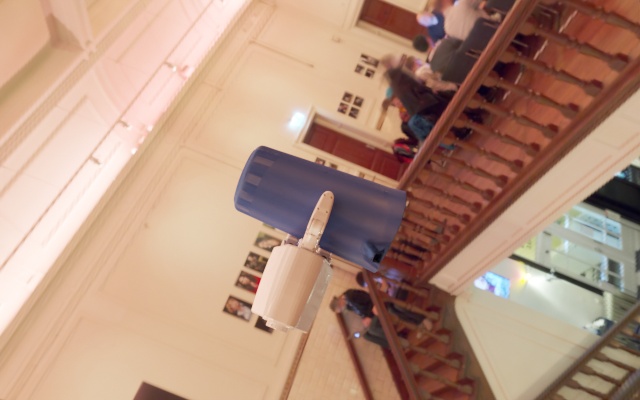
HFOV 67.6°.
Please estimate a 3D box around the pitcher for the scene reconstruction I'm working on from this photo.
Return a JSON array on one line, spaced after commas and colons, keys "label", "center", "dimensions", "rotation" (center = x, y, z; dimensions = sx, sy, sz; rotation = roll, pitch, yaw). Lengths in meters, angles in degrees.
[{"label": "pitcher", "center": [0.000, 0.003, 0.737], "dimensions": [0.243, 0.145, 0.149], "rotation": [22, -15, -1]}]
